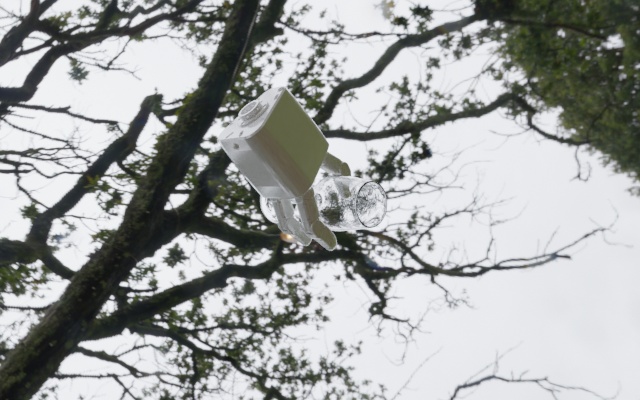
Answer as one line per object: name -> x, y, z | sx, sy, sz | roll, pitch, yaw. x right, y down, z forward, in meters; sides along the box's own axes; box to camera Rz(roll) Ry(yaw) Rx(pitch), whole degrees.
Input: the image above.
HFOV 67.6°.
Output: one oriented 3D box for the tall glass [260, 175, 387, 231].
tall glass -> 0.000, 0.002, 0.692 | 0.079, 0.079, 0.201 | 0, 2, -43
